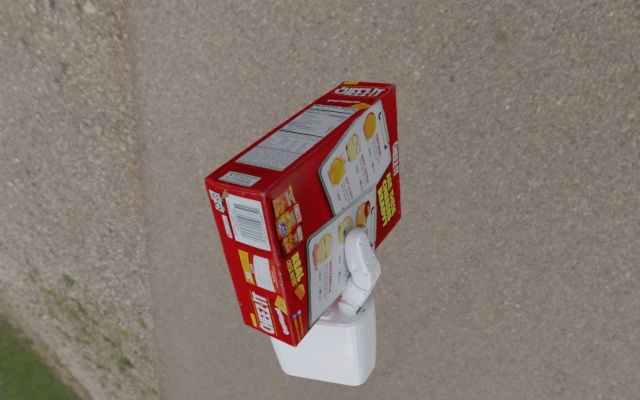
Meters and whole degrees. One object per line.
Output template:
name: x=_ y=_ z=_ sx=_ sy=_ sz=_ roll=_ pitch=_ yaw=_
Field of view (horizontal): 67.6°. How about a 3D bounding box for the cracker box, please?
cracker box: x=0.000 y=0.002 z=0.455 sx=0.072 sy=0.164 sz=0.213 roll=14 pitch=39 yaw=30
